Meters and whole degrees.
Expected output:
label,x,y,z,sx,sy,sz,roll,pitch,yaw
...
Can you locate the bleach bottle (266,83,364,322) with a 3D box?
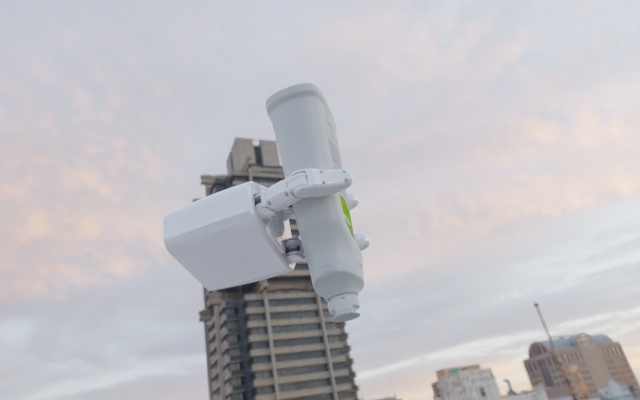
label,x,y,z,sx,sy,sz,roll,pitch,yaw
bleach bottle,0.000,0.002,0.513,0.068,0.250,0.103,-18,-29,12
